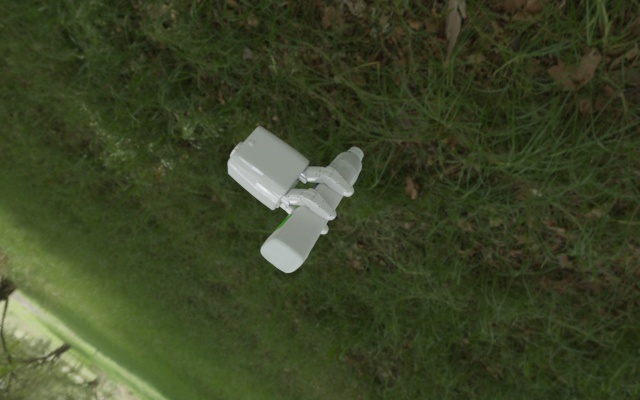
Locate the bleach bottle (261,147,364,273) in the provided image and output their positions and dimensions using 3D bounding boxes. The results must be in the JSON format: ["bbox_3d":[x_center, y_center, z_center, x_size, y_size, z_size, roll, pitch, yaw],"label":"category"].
[{"bbox_3d":[0.000,0.003,0.823,0.068,0.250,0.103,39,-30,-4],"label":"bleach bottle"}]
